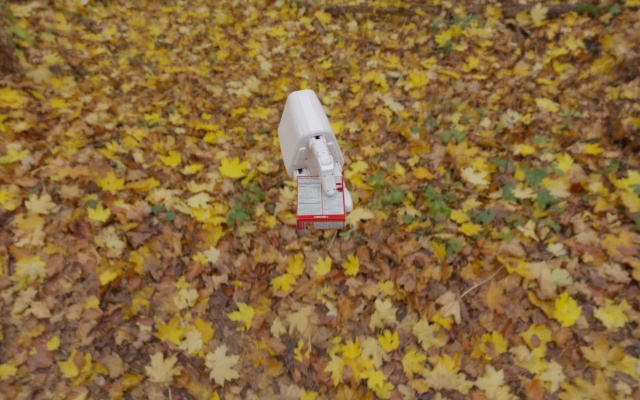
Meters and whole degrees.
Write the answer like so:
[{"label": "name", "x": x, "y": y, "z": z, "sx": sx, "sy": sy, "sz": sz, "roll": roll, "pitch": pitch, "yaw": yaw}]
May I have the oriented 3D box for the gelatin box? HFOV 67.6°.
[{"label": "gelatin box", "x": 0.000, "y": 0.002, "z": 0.731, "sx": 0.073, "sy": 0.089, "sz": 0.030, "roll": -1, "pitch": -40, "yaw": -1}]
